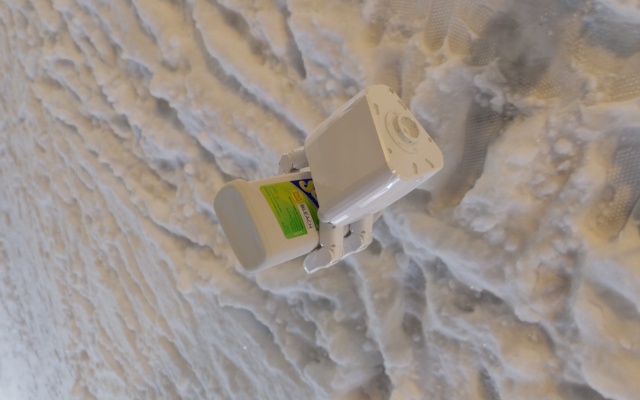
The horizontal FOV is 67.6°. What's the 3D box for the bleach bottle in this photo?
[{"bbox_3d":[0.000,0.002,0.588,0.251,0.102,0.068,-19,-11,-44],"label":"bleach bottle"}]
